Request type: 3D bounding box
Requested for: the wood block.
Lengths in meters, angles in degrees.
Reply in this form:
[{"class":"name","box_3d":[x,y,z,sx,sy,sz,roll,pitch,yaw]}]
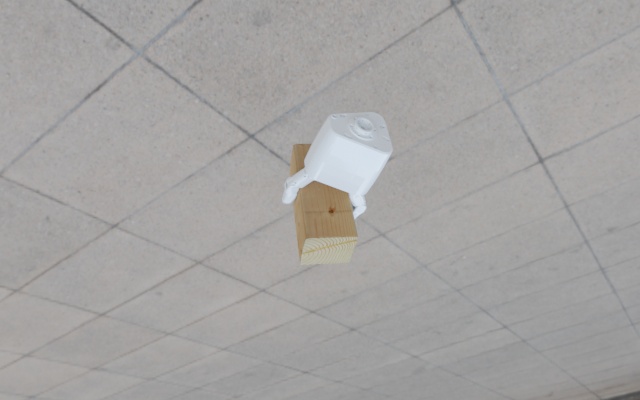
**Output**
[{"class":"wood block","box_3d":[0.000,0.003,0.863,0.091,0.206,0.090,-1,-36,-11]}]
